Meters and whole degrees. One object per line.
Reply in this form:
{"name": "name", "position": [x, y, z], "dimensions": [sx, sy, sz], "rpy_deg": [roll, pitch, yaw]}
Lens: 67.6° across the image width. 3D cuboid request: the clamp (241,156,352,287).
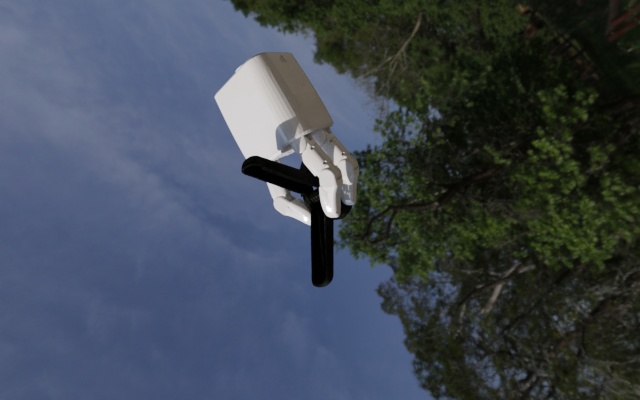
{"name": "clamp", "position": [0.000, 0.002, 0.595], "dimensions": [0.036, 0.164, 0.210], "rpy_deg": [-25, 4, 30]}
